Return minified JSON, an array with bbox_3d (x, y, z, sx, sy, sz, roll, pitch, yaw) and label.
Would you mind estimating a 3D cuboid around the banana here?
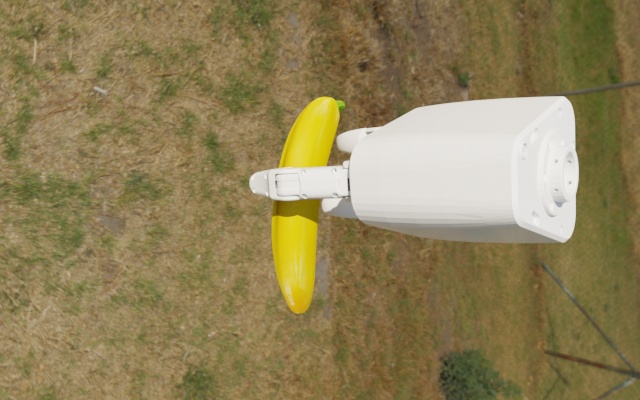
[{"bbox_3d":[-0.010,-0.008,0.395,0.037,0.197,0.070,3,-16,37],"label":"banana"}]
